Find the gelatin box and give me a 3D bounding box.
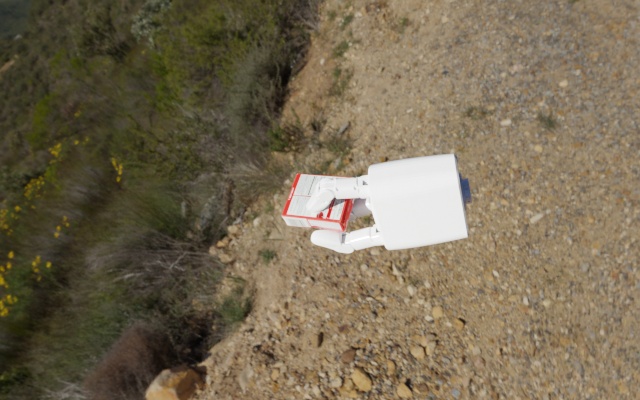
[{"bbox_3d":[0.000,0.002,0.658,0.089,0.073,0.030,5,-32,21],"label":"gelatin box"}]
